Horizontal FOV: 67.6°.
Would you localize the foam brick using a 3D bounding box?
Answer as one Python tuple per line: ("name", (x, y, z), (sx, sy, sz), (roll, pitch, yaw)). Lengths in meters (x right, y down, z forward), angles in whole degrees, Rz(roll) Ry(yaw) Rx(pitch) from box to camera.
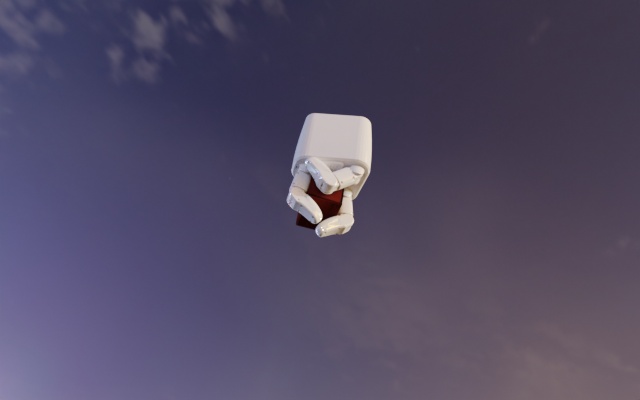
("foam brick", (0.000, 0.003, 0.715), (0.053, 0.051, 0.078), (16, -40, -8))
